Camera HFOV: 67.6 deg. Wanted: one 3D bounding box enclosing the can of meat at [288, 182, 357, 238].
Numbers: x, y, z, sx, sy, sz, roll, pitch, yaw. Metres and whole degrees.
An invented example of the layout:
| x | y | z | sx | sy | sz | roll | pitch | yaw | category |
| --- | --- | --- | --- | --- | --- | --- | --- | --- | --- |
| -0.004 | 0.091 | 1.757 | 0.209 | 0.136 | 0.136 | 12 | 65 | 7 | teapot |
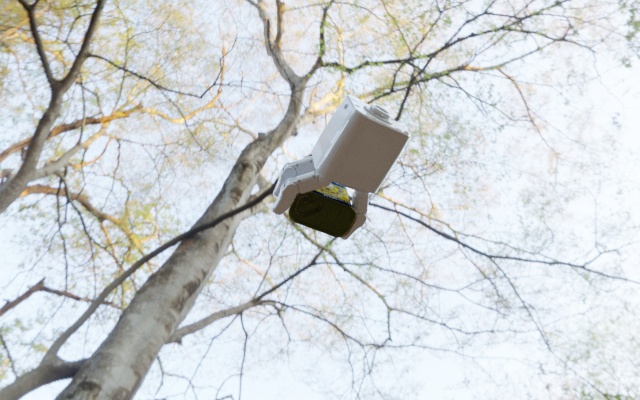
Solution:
| x | y | z | sx | sy | sz | roll | pitch | yaw | category |
| --- | --- | --- | --- | --- | --- | --- | --- | --- | --- |
| 0.000 | 0.002 | 0.752 | 0.102 | 0.057 | 0.084 | 21 | 24 | -16 | can of meat |
